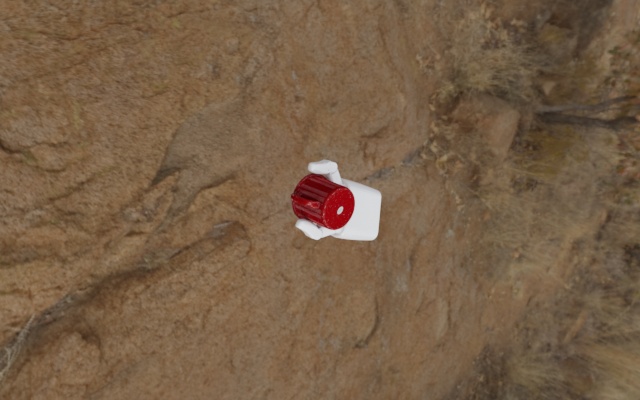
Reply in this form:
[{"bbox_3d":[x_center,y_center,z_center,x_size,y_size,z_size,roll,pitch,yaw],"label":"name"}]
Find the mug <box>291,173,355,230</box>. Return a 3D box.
[{"bbox_3d":[-0.001,0.003,0.858,0.117,0.093,0.081,11,8,-45],"label":"mug"}]
